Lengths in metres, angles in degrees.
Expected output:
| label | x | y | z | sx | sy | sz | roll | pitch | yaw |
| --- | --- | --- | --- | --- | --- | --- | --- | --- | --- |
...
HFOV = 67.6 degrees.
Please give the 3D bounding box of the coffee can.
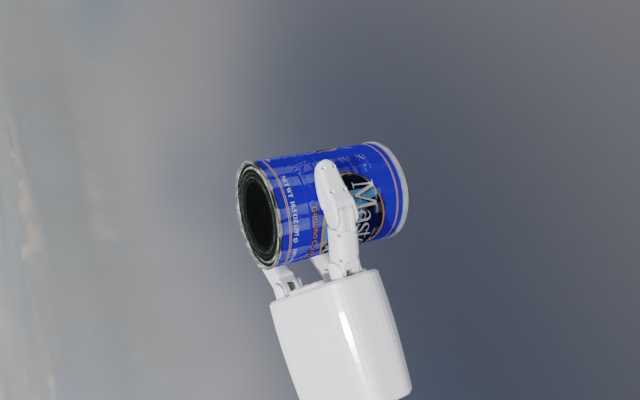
| label | x | y | z | sx | sy | sz | roll | pitch | yaw |
| --- | --- | --- | --- | --- | --- | --- | --- | --- | --- |
| coffee can | 0.000 | 0.001 | 0.471 | 0.140 | 0.103 | 0.103 | -12 | 6 | -28 |
